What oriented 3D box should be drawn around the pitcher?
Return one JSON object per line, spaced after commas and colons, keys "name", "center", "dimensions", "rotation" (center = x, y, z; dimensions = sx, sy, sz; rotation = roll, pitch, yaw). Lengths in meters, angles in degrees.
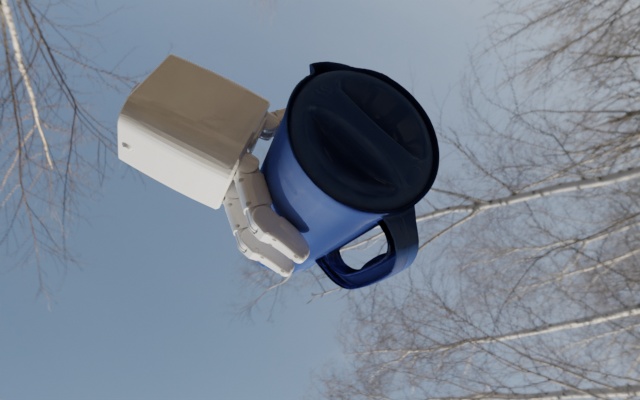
{"name": "pitcher", "center": [0.000, 0.001, 0.467], "dimensions": [0.145, 0.149, 0.243], "rotation": [26, -30, -9]}
